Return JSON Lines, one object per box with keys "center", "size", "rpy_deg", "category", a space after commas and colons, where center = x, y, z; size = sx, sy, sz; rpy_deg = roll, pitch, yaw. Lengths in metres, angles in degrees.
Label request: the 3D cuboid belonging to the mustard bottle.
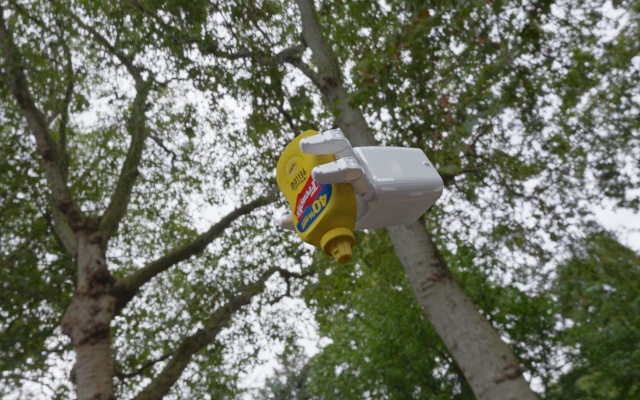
{"center": [0.000, 0.002, 0.615], "size": [0.058, 0.191, 0.096], "rpy_deg": [17, -55, -38], "category": "mustard bottle"}
